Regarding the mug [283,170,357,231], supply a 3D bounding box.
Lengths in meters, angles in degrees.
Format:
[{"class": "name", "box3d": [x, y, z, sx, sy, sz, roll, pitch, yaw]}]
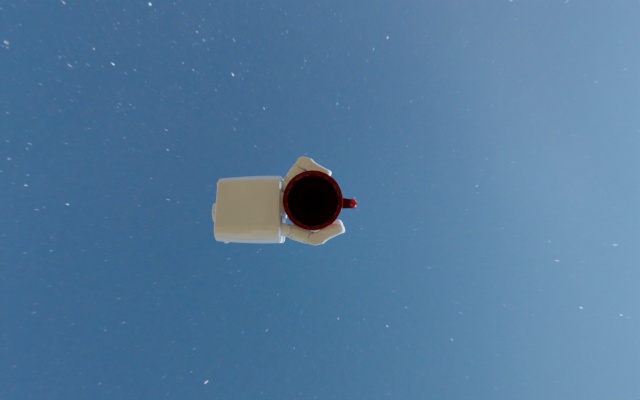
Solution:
[{"class": "mug", "box3d": [0.002, 0.002, 0.774, 0.117, 0.093, 0.081, 1, -4, 0]}]
